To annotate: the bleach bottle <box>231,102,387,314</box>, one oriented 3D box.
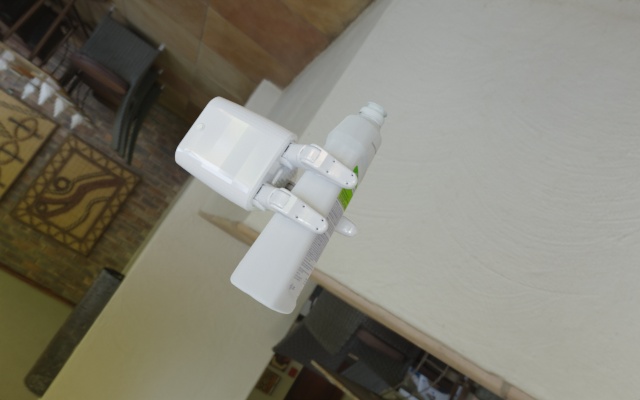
[{"bbox_3d":[0.000,0.002,0.537,0.068,0.251,0.102,30,-10,14],"label":"bleach bottle"}]
